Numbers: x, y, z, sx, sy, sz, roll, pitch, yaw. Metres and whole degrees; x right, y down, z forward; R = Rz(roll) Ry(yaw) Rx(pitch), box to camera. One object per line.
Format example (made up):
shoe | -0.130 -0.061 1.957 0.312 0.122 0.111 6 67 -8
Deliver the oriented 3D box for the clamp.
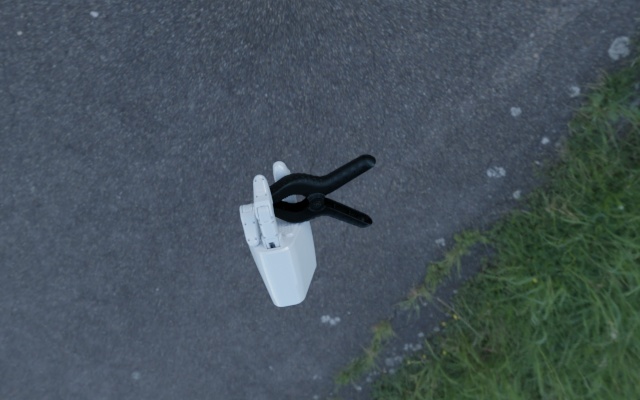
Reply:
clamp | 0.000 0.002 0.679 0.171 0.120 0.039 -11 31 2
